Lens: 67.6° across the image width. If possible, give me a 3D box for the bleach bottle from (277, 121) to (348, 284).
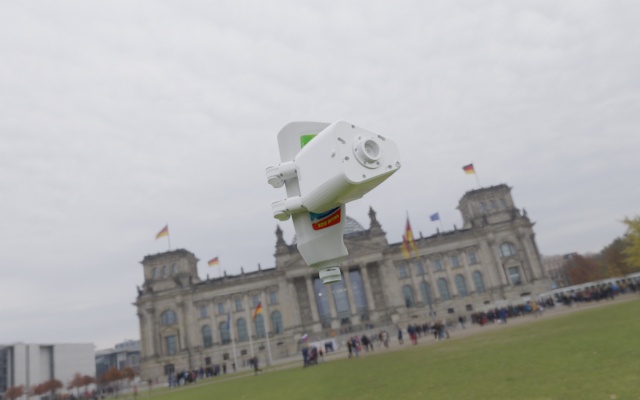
[{"bbox_3d":[0.000,0.002,0.742,0.102,0.250,0.068,-1,-19,-31],"label":"bleach bottle"}]
